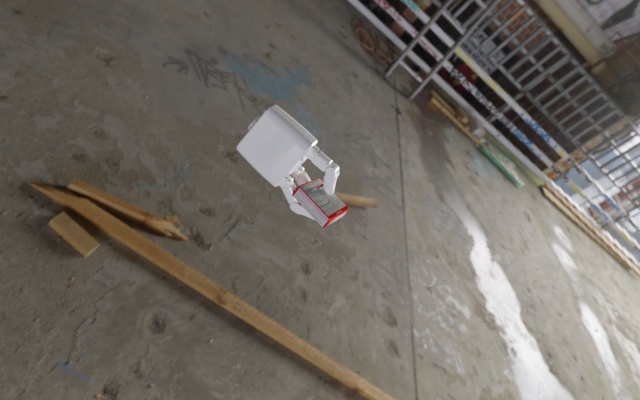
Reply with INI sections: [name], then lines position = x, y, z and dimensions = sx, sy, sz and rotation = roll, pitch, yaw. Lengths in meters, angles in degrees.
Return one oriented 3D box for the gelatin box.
[gelatin box]
position = 0.001, 0.003, 0.897
dimensions = 0.030, 0.089, 0.073
rotation = -52, -14, 33
